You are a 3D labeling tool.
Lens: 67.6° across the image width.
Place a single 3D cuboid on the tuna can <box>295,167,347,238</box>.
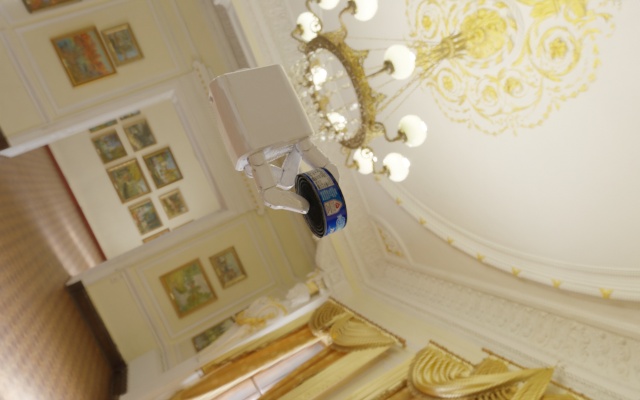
[{"bbox_3d":[0.001,0.002,0.605,0.034,0.086,0.086,-20,7,-19],"label":"tuna can"}]
